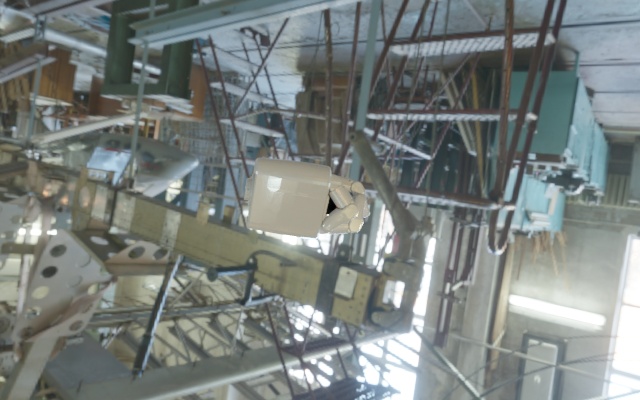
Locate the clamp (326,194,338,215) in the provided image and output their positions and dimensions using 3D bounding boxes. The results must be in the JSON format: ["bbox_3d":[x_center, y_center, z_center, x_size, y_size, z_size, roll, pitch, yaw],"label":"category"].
[{"bbox_3d":[0.000,0.003,0.807,0.120,0.039,0.171,9,0,-10],"label":"clamp"}]
